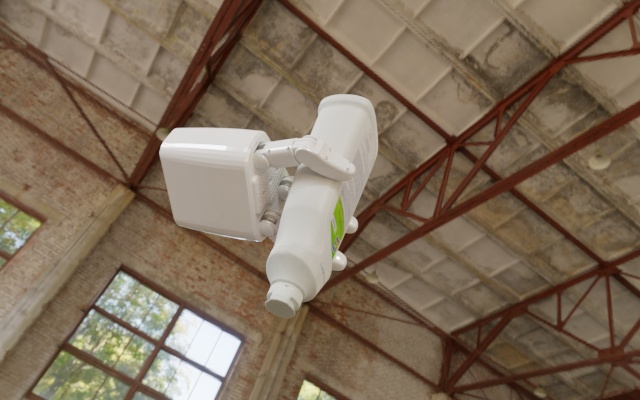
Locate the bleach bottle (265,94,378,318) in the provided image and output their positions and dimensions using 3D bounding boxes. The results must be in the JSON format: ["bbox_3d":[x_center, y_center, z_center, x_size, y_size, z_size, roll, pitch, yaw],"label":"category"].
[{"bbox_3d":[0.000,0.002,0.492,0.068,0.103,0.250,5,46,20],"label":"bleach bottle"}]
